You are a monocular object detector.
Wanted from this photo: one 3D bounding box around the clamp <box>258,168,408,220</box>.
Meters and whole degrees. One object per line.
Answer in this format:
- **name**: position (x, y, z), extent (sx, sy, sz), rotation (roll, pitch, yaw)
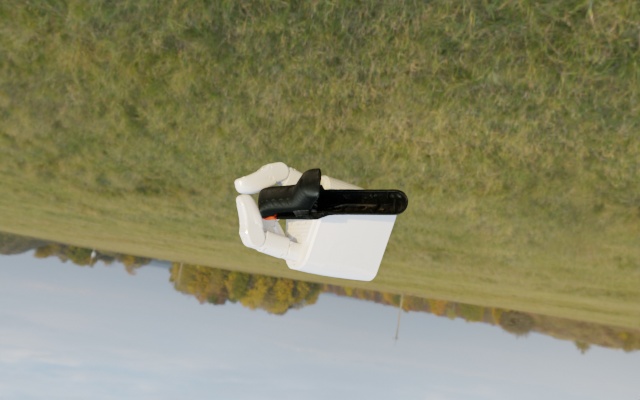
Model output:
- **clamp**: position (0.000, 0.002, 0.484), extent (0.120, 0.039, 0.171), rotation (16, -13, -28)
